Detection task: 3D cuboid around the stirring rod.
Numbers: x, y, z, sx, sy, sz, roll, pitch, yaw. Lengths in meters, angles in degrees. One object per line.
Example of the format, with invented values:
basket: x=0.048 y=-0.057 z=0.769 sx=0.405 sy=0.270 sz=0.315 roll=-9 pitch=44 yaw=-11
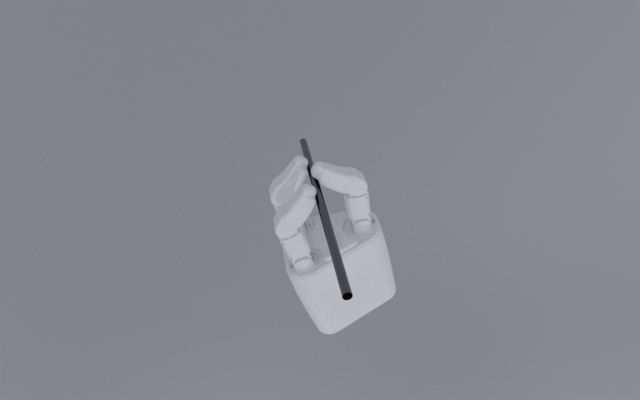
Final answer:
stirring rod: x=0.000 y=0.001 z=0.442 sx=0.011 sy=0.011 sz=0.239 roll=0 pitch=34 yaw=-11
